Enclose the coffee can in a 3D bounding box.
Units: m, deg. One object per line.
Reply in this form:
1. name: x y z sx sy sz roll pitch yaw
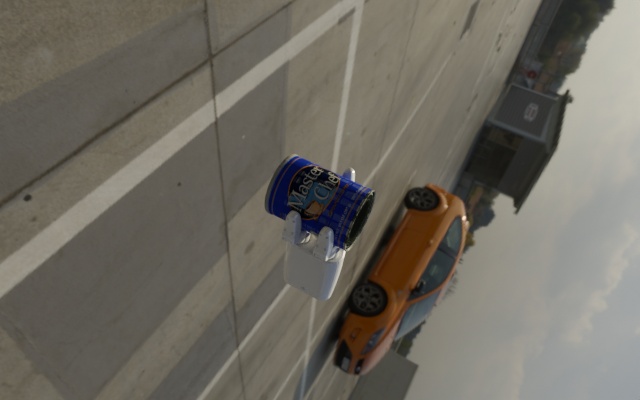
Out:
1. coffee can: 0.000 0.002 0.735 0.140 0.103 0.103 25 7 15
